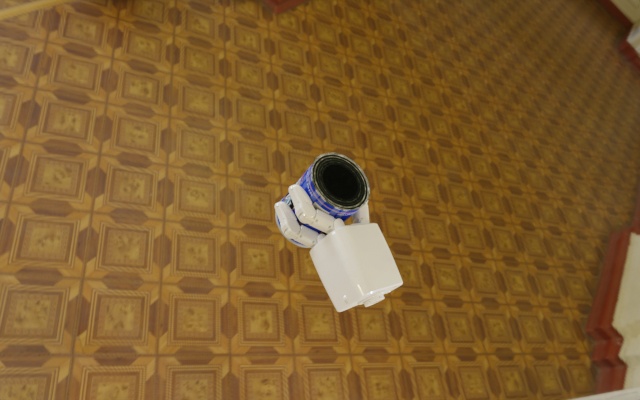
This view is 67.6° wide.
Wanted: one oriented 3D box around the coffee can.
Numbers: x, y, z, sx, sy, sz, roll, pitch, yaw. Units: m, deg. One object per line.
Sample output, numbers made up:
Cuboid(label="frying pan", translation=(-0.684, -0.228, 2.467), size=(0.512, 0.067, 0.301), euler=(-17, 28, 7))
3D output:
Cuboid(label="coffee can", translation=(0.000, 0.002, 0.778), size=(0.103, 0.102, 0.140), euler=(0, -28, -31))
